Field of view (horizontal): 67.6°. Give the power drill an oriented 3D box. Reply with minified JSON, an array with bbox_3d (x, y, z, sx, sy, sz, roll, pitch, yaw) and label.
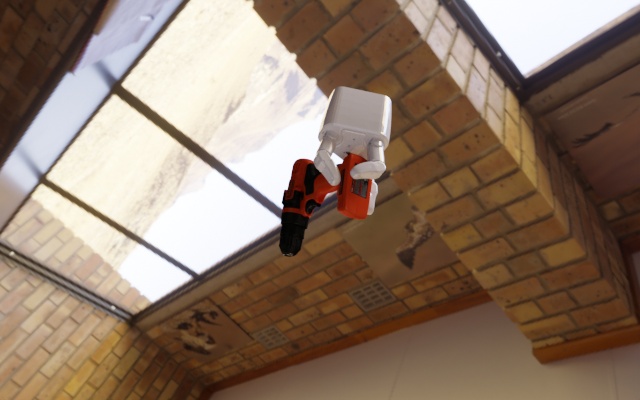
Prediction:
[{"bbox_3d":[0.001,0.002,0.813,0.057,0.184,0.187,21,-20,-37],"label":"power drill"}]
